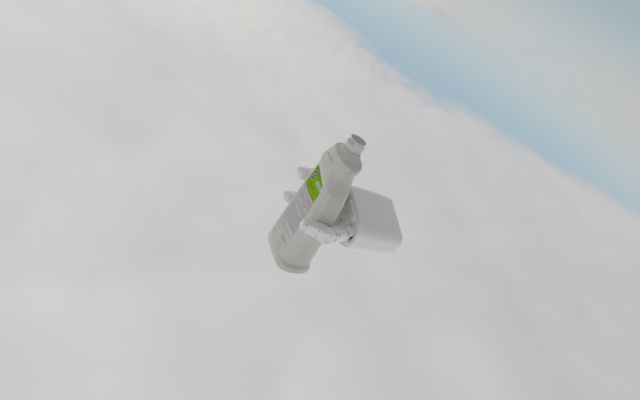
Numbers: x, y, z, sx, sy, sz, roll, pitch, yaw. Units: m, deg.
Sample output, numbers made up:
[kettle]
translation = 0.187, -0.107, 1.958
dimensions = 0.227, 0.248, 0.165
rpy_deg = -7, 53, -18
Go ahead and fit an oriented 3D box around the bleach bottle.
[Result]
[bleach bottle]
translation = 0.000, 0.003, 0.795
dimensions = 0.068, 0.251, 0.102
rpy_deg = 13, 34, -34
